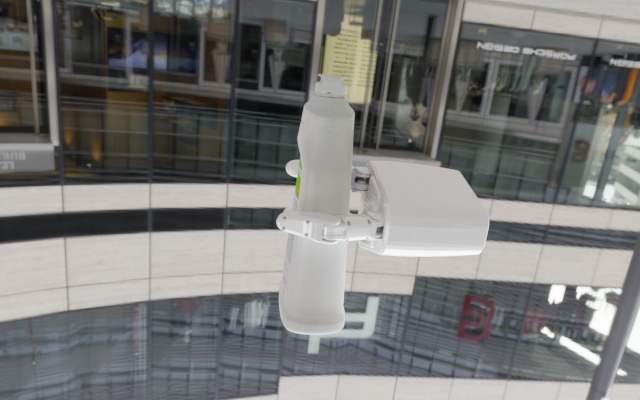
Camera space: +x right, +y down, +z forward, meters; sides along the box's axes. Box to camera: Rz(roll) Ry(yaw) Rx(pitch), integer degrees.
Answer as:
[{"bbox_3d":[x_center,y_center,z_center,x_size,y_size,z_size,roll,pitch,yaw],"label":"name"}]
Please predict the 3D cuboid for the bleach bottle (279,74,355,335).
[{"bbox_3d":[0.000,0.002,0.488,0.068,0.251,0.102,3,17,-11],"label":"bleach bottle"}]
